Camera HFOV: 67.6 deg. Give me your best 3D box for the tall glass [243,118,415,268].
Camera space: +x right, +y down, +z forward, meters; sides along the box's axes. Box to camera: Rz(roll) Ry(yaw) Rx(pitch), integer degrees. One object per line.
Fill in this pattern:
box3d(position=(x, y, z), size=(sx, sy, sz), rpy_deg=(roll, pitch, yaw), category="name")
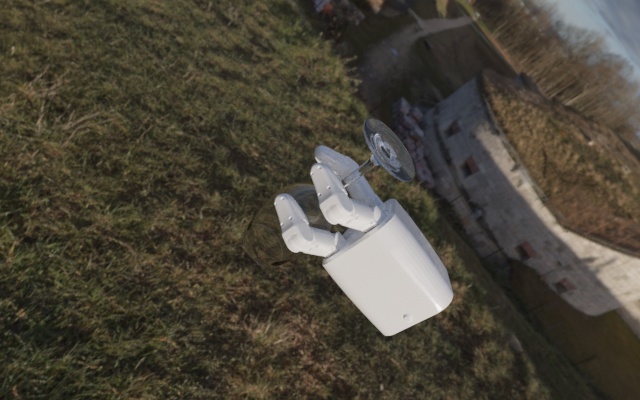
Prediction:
box3d(position=(0.000, 0.001, 0.515), size=(0.201, 0.079, 0.079), rpy_deg=(-37, -21, 31), category="tall glass")
